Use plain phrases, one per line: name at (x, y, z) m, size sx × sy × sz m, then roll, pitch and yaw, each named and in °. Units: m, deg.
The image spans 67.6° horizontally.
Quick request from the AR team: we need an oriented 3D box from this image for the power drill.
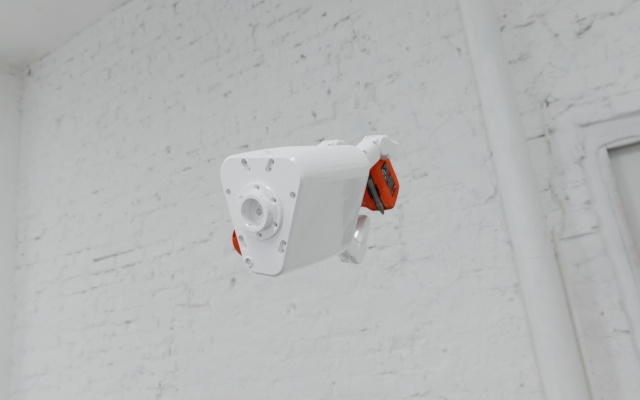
power drill at (0.000, 0.002, 0.584) m, size 0.188 × 0.057 × 0.184 m, roll -22°, pitch 10°, yaw 17°
